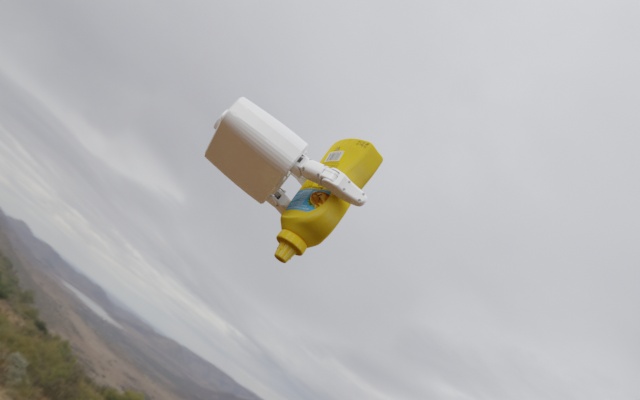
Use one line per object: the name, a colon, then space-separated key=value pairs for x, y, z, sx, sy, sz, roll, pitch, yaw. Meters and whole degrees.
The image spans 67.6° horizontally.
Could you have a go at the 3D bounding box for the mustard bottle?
mustard bottle: x=0.000 y=0.002 z=0.636 sx=0.096 sy=0.191 sz=0.058 roll=3 pitch=-40 yaw=53
